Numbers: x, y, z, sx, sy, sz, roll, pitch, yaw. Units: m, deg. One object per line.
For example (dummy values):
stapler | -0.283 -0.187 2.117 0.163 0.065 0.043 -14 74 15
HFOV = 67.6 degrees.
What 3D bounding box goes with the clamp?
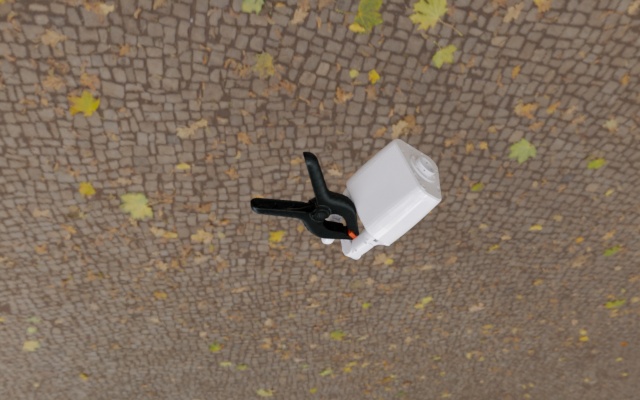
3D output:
clamp | 0.000 0.003 0.683 0.171 0.039 0.120 25 -52 -30
